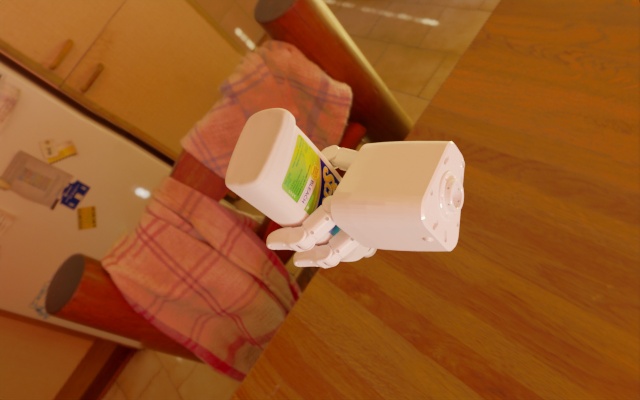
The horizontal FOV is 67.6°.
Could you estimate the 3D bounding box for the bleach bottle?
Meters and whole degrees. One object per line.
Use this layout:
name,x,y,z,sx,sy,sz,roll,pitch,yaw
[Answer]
bleach bottle,0.000,0.002,0.579,0.068,0.102,0.251,1,-26,39
